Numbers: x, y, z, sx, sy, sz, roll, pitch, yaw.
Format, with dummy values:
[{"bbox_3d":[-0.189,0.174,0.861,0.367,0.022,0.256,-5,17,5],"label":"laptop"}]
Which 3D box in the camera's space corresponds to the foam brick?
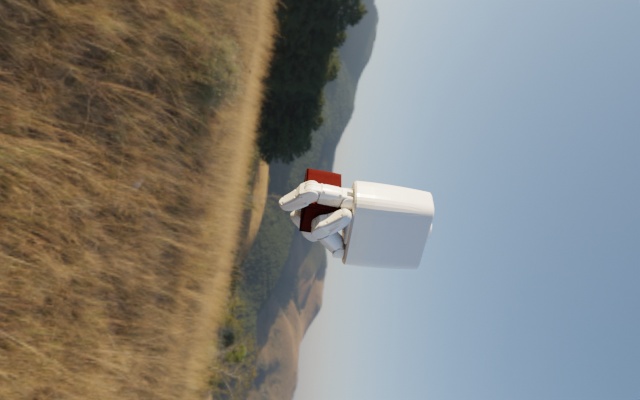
[{"bbox_3d":[0.000,0.002,0.672,0.051,0.078,0.053,7,-44,-4],"label":"foam brick"}]
